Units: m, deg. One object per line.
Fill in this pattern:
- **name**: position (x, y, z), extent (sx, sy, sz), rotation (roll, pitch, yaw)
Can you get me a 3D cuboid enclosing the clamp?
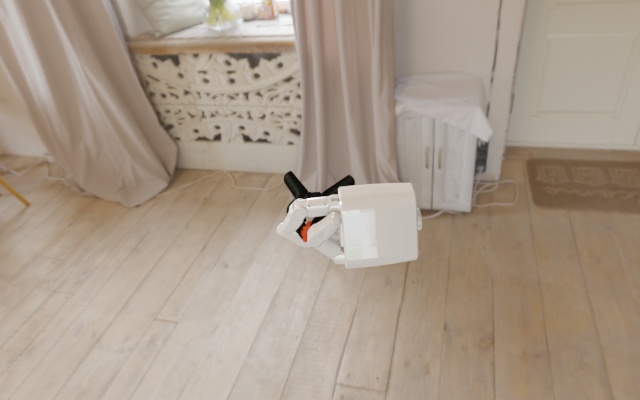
- **clamp**: position (0.000, 0.002, 0.757), extent (0.120, 0.039, 0.171), rotation (-5, 37, 1)
